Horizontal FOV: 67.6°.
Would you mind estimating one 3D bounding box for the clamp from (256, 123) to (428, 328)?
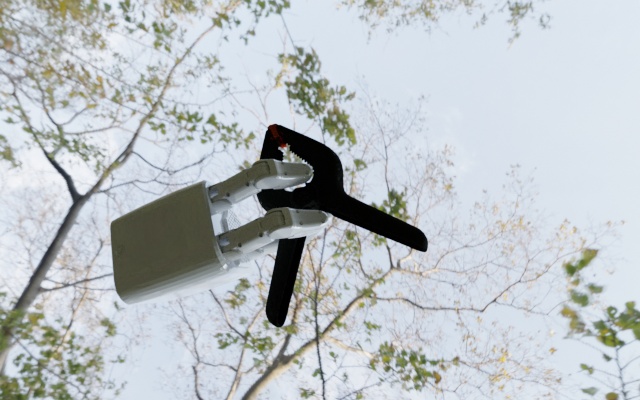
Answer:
[{"bbox_3d":[0.000,0.002,0.481,0.164,0.210,0.036,-21,-28,5],"label":"clamp"}]
